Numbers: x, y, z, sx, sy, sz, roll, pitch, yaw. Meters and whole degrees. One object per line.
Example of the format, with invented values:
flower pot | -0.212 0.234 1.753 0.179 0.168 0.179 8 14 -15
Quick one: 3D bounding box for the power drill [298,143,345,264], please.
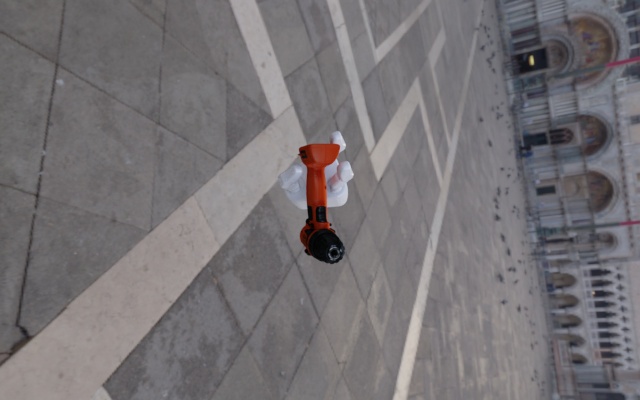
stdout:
power drill | 0.000 0.002 0.778 0.057 0.187 0.184 0 4 -14
